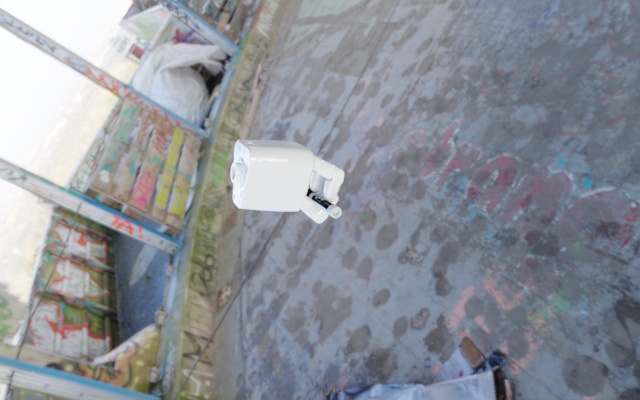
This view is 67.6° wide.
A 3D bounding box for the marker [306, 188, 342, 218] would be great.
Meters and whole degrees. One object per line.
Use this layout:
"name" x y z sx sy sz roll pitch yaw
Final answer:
"marker" 0.000 0.003 0.812 0.020 0.020 0.121 0 16 -26
